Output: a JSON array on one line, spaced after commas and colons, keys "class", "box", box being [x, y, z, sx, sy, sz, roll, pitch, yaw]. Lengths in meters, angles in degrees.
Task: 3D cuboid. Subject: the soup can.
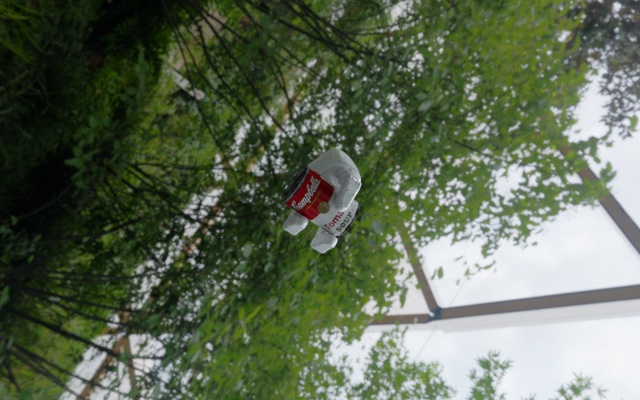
[{"class": "soup can", "box": [0.000, 0.003, 0.730, 0.102, 0.068, 0.068, 35, -11, -15]}]
